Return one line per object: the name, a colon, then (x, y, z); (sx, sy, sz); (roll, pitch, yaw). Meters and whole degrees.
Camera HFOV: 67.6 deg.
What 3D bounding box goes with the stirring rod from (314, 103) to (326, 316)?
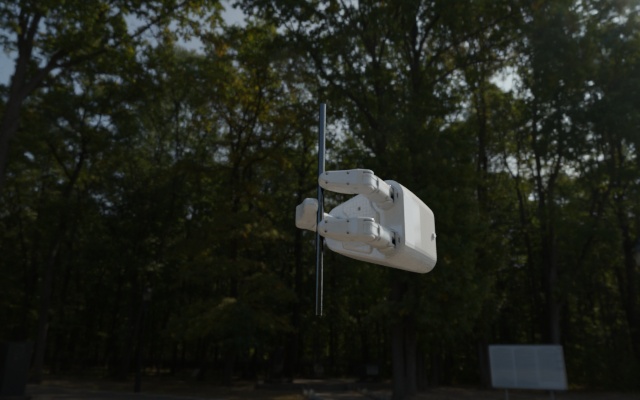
stirring rod: (0.000, 0.002, 0.517); (0.011, 0.239, 0.011); (1, -20, 0)
